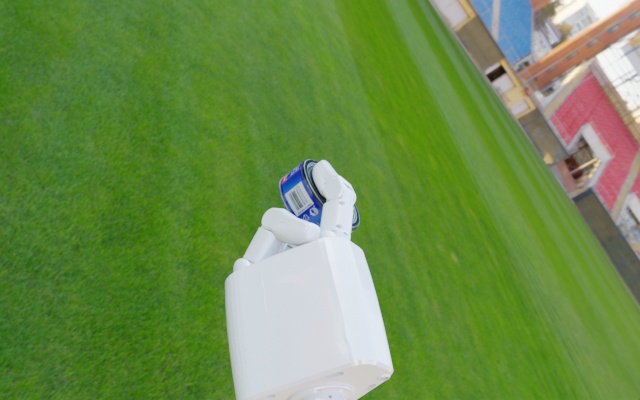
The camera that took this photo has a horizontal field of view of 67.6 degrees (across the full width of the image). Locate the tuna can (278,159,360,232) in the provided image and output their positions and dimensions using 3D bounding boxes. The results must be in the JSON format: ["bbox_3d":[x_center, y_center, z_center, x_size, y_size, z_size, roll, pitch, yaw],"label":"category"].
[{"bbox_3d":[0.000,0.001,0.472,0.034,0.086,0.086,-38,-16,21],"label":"tuna can"}]
